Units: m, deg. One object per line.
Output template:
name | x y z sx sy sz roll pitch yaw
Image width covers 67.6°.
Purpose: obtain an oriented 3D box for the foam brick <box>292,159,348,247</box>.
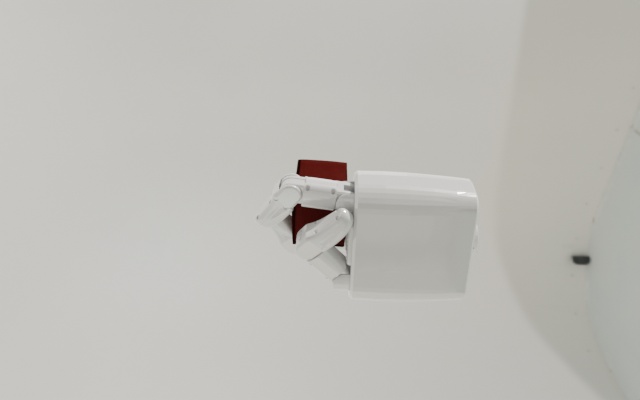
foam brick | 0.000 0.001 0.475 0.051 0.053 0.078 2 37 1
